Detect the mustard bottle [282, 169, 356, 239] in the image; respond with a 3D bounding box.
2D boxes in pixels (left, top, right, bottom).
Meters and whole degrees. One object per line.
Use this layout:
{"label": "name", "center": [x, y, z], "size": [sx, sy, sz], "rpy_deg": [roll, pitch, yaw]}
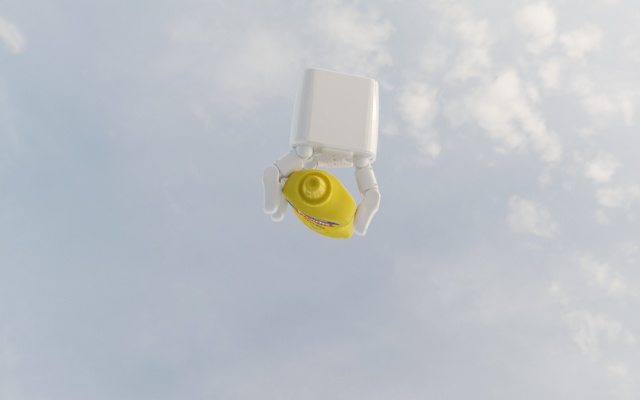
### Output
{"label": "mustard bottle", "center": [0.000, 0.002, 0.619], "size": [0.096, 0.058, 0.192], "rpy_deg": [28, -9, 11]}
